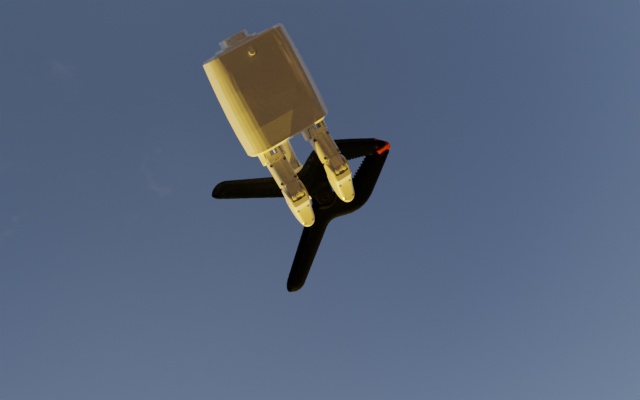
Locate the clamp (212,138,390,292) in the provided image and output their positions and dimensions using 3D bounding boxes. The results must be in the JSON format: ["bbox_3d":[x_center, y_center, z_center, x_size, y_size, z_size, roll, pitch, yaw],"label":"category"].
[{"bbox_3d":[0.000,0.001,0.570,0.210,0.165,0.036,-32,25,-11],"label":"clamp"}]
